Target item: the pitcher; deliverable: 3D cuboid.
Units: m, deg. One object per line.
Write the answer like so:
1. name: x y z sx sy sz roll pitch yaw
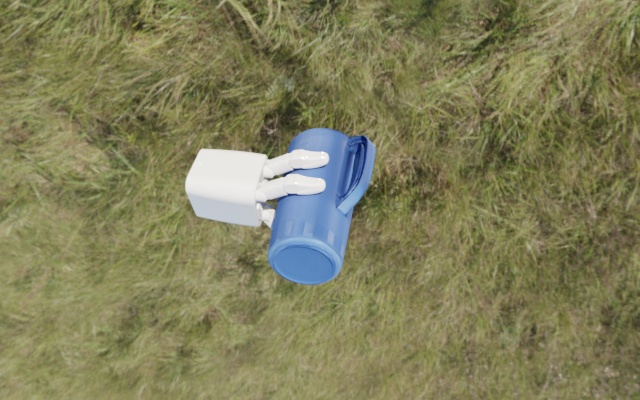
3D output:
1. pitcher: 0.000 0.002 0.749 0.145 0.242 0.149 9 -44 1
